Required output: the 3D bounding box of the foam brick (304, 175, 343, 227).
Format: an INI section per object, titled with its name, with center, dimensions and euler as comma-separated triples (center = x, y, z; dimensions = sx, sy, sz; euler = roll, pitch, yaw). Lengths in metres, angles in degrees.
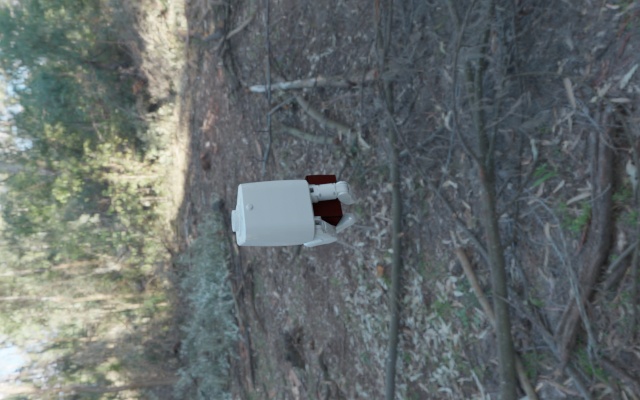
[foam brick]
center = 0.000, 0.002, 0.780
dimensions = 0.051, 0.078, 0.053
euler = -2, -26, -16
